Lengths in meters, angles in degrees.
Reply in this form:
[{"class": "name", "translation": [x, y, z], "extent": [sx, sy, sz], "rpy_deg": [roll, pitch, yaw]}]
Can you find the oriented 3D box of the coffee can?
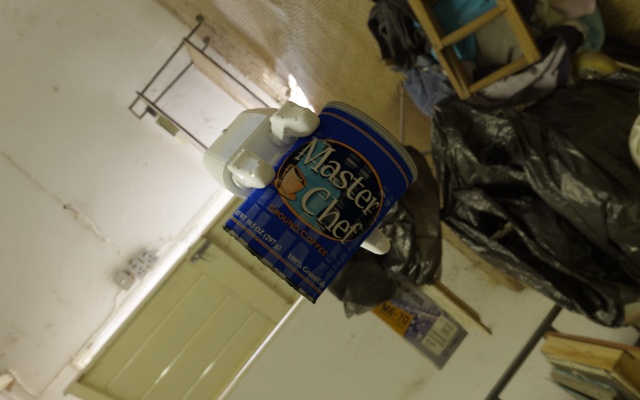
[{"class": "coffee can", "translation": [0.000, 0.001, 0.410], "extent": [0.103, 0.140, 0.103], "rpy_deg": [39, -8, 7]}]
